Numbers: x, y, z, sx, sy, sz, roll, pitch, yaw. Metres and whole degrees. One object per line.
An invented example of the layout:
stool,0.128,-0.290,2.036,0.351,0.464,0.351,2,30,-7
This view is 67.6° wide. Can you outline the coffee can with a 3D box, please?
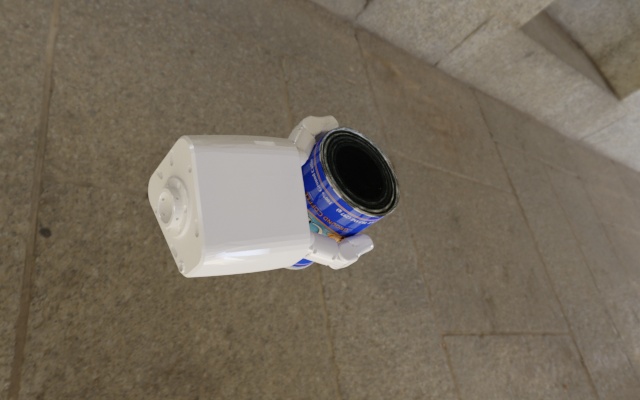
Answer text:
coffee can,0.000,0.002,0.518,0.103,0.102,0.140,0,-27,-42
